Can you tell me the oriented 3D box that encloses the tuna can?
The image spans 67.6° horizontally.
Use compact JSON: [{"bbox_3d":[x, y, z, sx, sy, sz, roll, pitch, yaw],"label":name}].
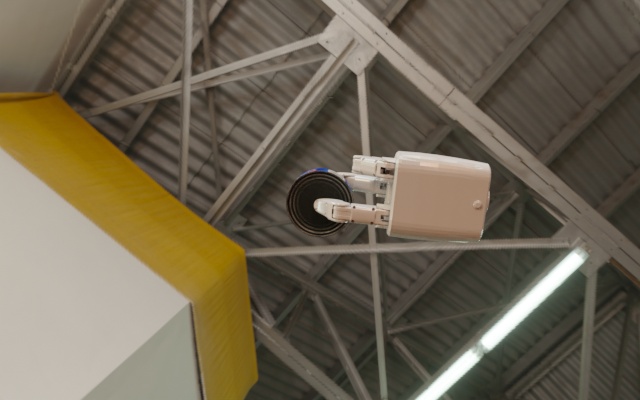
[{"bbox_3d":[0.000,0.002,0.615,0.086,0.086,0.033,0,11,3],"label":"tuna can"}]
